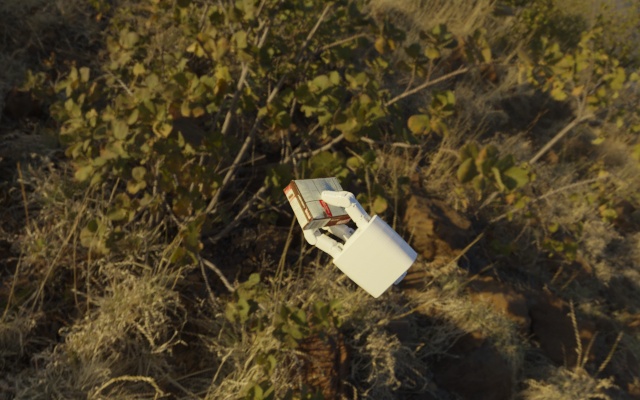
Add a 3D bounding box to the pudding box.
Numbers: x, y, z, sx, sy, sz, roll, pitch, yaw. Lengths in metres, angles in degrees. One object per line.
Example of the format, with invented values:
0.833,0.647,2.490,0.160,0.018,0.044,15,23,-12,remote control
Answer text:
0.000,0.003,0.884,0.113,0.090,0.039,-6,-31,-43,pudding box
